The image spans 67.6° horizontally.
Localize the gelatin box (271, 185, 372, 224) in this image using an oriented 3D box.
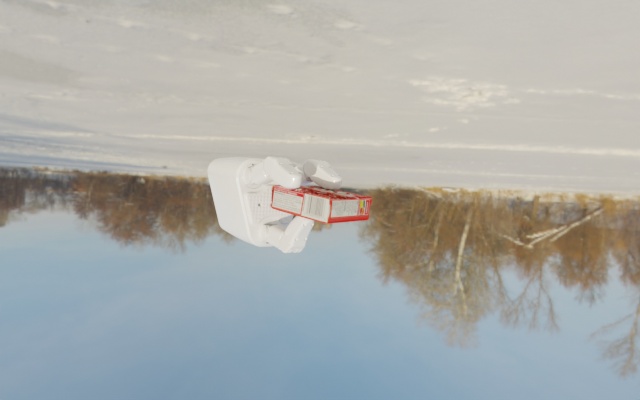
[{"bbox_3d":[0.000,0.002,0.535,0.089,0.030,0.073,14,10,41],"label":"gelatin box"}]
